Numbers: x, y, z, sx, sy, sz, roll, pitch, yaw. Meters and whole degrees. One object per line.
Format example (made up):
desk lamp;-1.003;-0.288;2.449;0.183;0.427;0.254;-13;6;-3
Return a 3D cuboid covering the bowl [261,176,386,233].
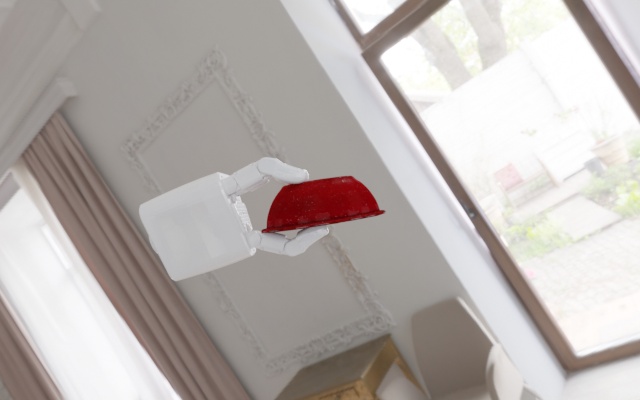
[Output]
bowl;0.001;0.001;0.615;0.162;0.055;0.162;-9;0;0
